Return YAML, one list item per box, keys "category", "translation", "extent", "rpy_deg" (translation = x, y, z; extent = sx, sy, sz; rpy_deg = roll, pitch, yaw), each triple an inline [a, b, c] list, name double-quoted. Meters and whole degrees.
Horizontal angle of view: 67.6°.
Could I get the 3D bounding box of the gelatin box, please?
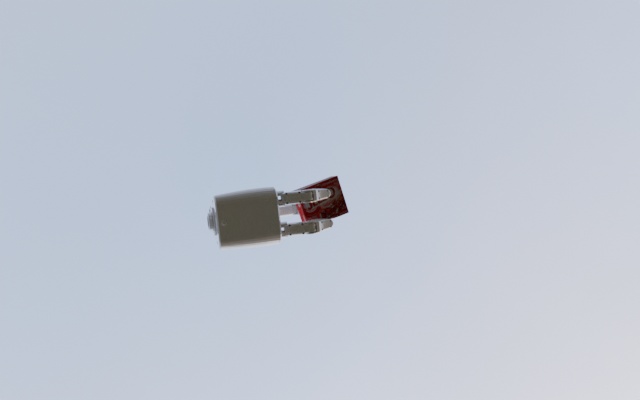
- category: "gelatin box"
  translation: [0.000, 0.003, 0.873]
  extent: [0.089, 0.073, 0.030]
  rpy_deg: [-22, 9, -23]
